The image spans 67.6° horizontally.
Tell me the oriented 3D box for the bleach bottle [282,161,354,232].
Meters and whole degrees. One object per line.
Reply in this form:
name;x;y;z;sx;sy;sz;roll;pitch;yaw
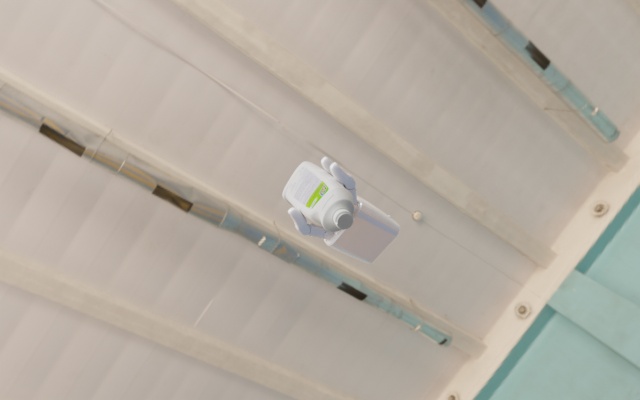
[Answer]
bleach bottle;0.000;0.003;0.893;0.068;0.102;0.250;28;8;-24
